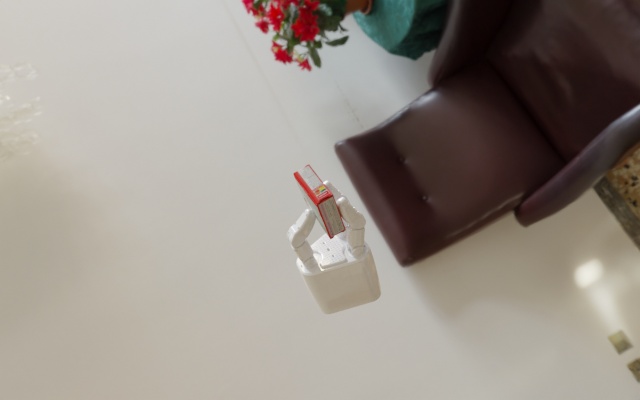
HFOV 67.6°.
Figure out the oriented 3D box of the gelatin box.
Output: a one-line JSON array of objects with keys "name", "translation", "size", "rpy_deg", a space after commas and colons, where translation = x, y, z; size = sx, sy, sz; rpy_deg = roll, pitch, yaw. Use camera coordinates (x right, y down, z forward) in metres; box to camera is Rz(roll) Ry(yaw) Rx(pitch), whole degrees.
[{"name": "gelatin box", "translation": [0.000, 0.002, 0.686], "size": [0.030, 0.073, 0.089], "rpy_deg": [-31, -40, -7]}]
